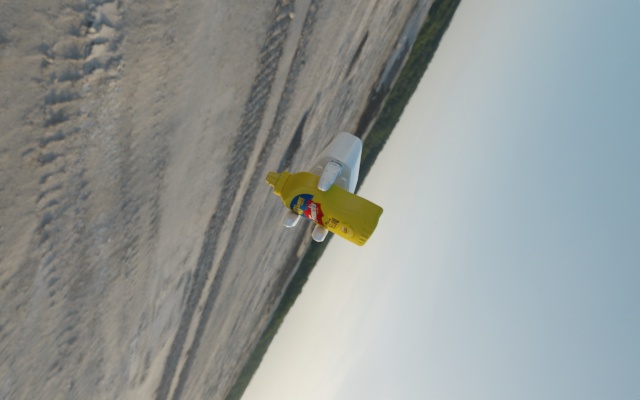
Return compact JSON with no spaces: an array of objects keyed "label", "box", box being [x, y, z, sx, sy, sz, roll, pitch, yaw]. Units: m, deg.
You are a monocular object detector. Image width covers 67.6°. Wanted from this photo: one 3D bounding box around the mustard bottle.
[{"label":"mustard bottle","box":[0.000,0.003,0.772,0.191,0.058,0.096,27,-29,2]}]
